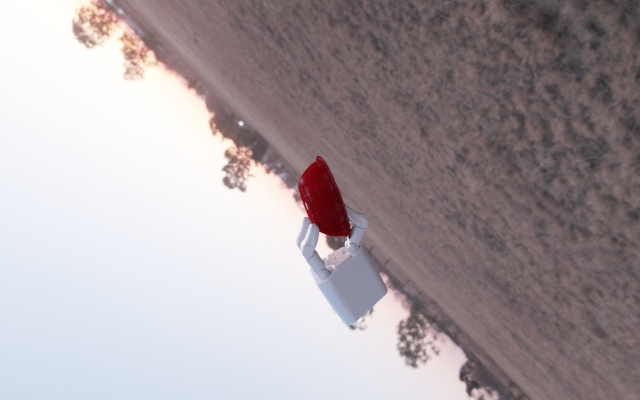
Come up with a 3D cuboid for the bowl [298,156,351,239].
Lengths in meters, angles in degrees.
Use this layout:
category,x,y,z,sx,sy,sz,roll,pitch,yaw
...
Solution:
category,x,y,z,sx,sy,sz,roll,pitch,yaw
bowl,-0.001,0.002,0.866,0.055,0.162,0.162,-20,2,-7
